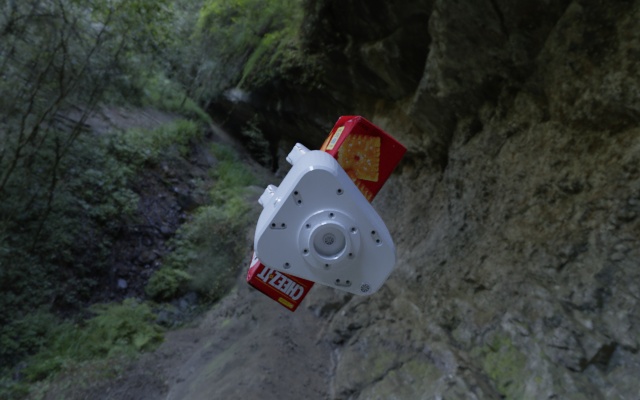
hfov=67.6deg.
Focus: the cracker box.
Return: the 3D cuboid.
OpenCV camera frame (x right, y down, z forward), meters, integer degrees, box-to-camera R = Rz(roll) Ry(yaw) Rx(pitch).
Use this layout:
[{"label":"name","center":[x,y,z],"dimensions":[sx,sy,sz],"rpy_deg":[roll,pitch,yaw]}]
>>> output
[{"label":"cracker box","center":[0.000,0.002,0.572],"dimensions":[0.072,0.214,0.164],"rpy_deg":[34,7,-8]}]
